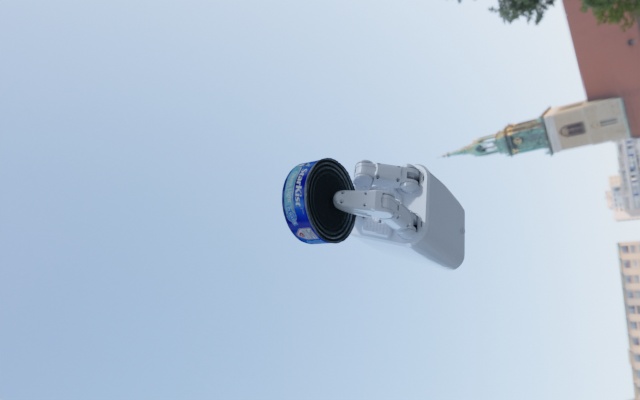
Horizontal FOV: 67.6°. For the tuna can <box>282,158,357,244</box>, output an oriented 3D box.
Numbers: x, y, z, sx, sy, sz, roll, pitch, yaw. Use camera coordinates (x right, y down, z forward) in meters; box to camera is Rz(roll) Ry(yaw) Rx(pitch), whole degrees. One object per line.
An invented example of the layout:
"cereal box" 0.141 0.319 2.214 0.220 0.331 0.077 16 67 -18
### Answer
"tuna can" 0.000 0.002 0.483 0.034 0.086 0.086 -7 -4 37
